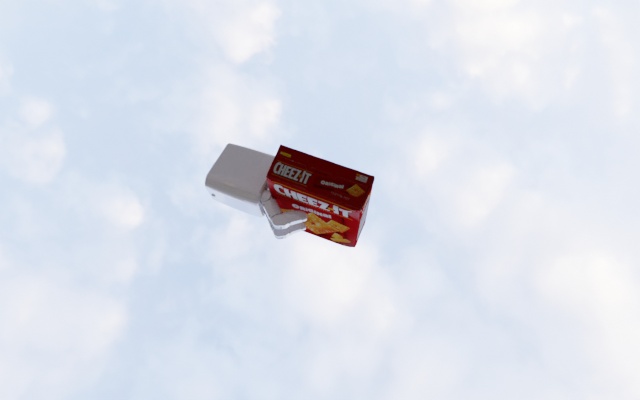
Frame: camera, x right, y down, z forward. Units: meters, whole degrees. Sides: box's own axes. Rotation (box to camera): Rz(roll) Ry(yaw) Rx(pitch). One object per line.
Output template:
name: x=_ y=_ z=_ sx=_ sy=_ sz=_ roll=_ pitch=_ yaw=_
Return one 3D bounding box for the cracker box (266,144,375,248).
cracker box: x=0.000 y=0.003 z=0.843 sx=0.164 sy=0.072 sz=0.214 roll=19 pitch=-20 yaw=8
